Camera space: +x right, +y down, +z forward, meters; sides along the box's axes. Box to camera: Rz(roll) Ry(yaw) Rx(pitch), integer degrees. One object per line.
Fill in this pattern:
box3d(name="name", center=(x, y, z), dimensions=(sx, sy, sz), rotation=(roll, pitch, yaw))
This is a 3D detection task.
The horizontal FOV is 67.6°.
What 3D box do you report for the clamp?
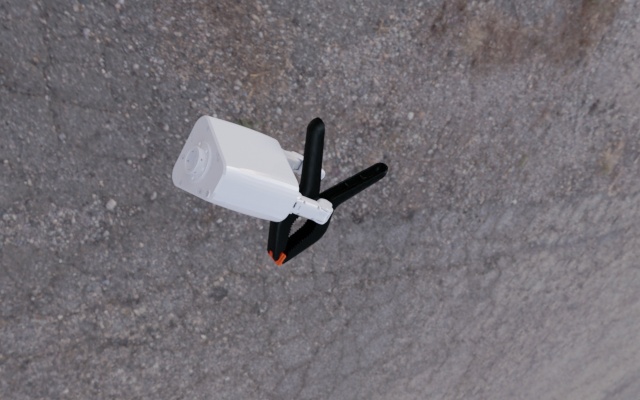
box3d(name="clamp", center=(0.000, 0.003, 0.672), dimensions=(0.164, 0.210, 0.036), rotation=(18, 18, -42))
